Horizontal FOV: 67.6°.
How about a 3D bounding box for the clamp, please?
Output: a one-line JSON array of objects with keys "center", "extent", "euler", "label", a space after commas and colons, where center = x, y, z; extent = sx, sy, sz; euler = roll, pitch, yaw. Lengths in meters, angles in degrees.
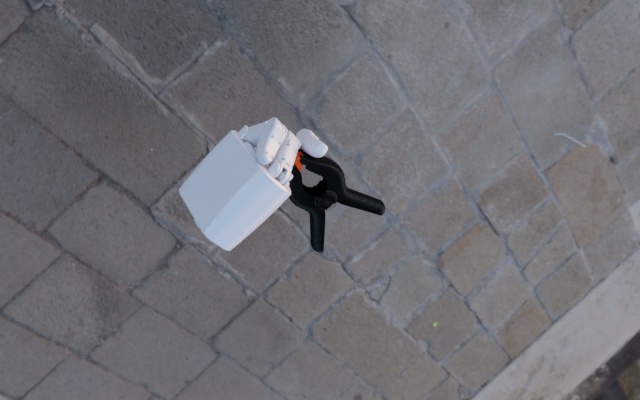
[{"center": [0.000, 0.002, 0.650], "extent": [0.171, 0.120, 0.039], "euler": [42, 9, -33], "label": "clamp"}]
